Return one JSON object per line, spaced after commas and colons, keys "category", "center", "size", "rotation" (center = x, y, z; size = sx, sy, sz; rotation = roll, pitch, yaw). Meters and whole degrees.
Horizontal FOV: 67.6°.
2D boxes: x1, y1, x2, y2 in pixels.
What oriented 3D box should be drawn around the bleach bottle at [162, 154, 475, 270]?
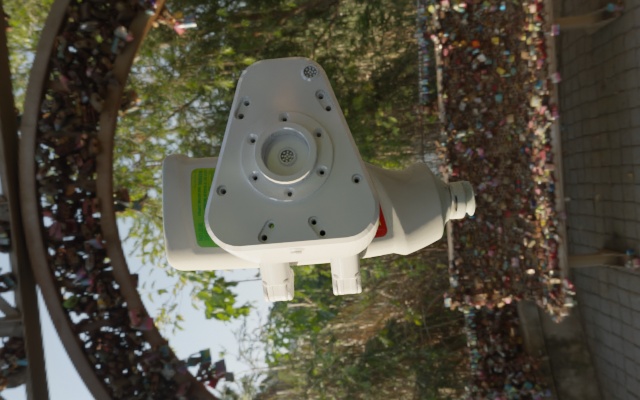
{"category": "bleach bottle", "center": [0.000, 0.001, 0.405], "size": [0.251, 0.102, 0.068], "rotation": [-5, -9, 1]}
